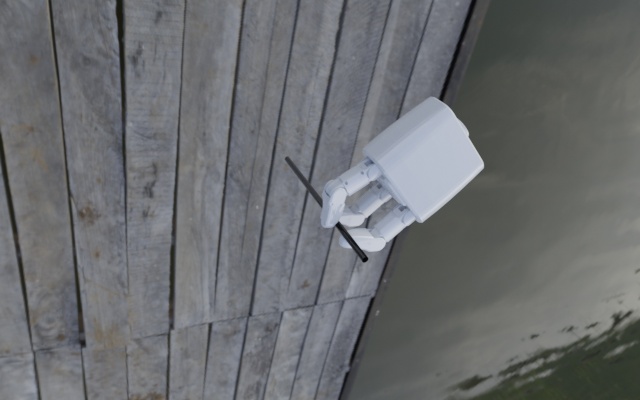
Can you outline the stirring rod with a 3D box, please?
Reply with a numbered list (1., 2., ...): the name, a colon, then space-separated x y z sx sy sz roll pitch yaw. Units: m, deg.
1. stirring rod: 0.000 0.002 0.616 0.011 0.011 0.239 0 32 -29
